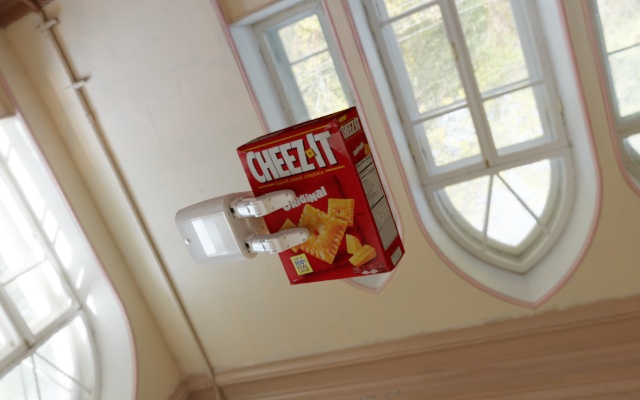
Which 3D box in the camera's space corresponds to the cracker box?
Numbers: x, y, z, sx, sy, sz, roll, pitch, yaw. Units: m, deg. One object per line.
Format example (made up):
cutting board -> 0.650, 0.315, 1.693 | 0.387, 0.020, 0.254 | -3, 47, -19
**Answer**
cracker box -> 0.000, 0.002, 0.647 | 0.164, 0.214, 0.072 | -12, 16, 31
